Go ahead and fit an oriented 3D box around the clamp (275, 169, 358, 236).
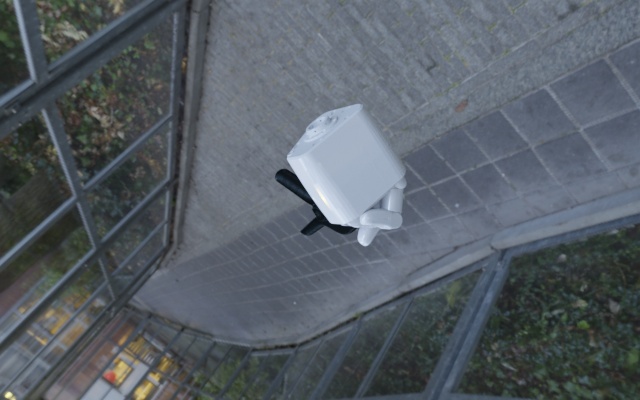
[{"bbox_3d":[0.000,0.003,0.699,0.171,0.120,0.039,-5,36,51],"label":"clamp"}]
